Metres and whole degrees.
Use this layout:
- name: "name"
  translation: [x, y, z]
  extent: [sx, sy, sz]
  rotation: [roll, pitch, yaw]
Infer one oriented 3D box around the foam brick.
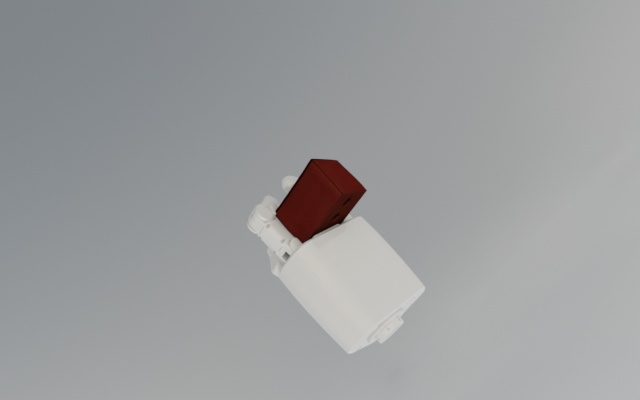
- name: "foam brick"
  translation: [0.000, 0.001, 0.503]
  extent: [0.051, 0.078, 0.053]
  rotation: [46, 27, 22]
